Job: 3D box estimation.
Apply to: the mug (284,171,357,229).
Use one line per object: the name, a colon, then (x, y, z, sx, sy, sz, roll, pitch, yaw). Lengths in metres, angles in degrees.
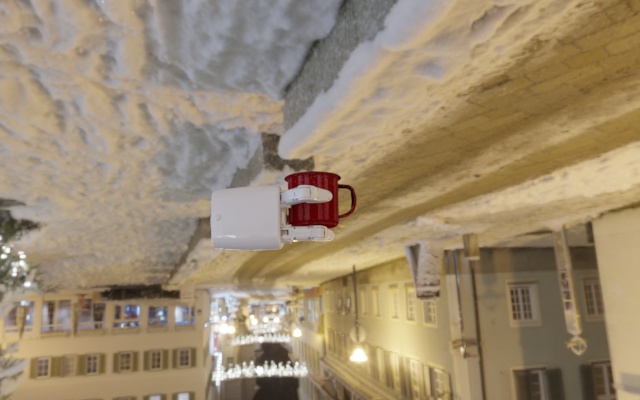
mug: (0.002, 0.003, 0.775, 0.117, 0.081, 0.093, -1, -11, 0)
